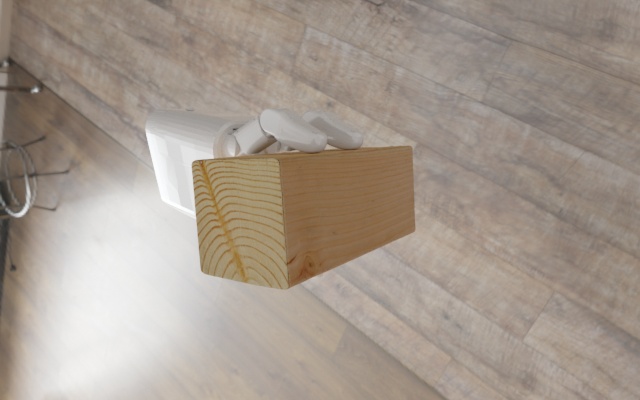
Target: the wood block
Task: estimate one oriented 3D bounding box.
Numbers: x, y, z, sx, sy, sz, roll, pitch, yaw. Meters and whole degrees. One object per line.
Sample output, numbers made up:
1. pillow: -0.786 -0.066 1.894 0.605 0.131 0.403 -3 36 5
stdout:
1. wood block: 0.000 0.002 0.421 0.090 0.091 0.206 3 9 35
